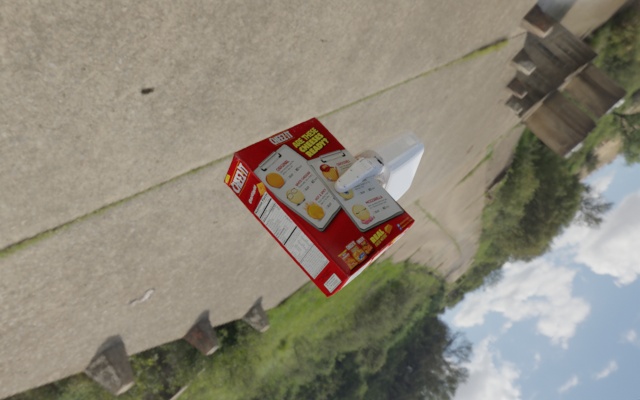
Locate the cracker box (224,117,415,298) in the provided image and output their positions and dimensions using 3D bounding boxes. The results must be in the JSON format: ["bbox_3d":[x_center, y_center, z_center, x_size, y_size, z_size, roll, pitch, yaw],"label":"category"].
[{"bbox_3d":[0.000,0.002,0.652,0.164,0.213,0.072,-33,-16,-43],"label":"cracker box"}]
